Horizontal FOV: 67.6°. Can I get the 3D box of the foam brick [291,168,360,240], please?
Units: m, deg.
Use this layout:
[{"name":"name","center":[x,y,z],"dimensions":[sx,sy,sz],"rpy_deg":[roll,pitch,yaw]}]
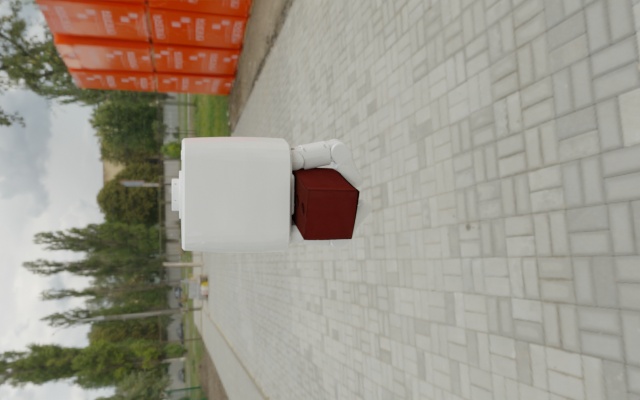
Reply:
[{"name":"foam brick","center":[0.000,0.002,0.486],"dimensions":[0.051,0.053,0.078],"rpy_deg":[1,20,-17]}]
